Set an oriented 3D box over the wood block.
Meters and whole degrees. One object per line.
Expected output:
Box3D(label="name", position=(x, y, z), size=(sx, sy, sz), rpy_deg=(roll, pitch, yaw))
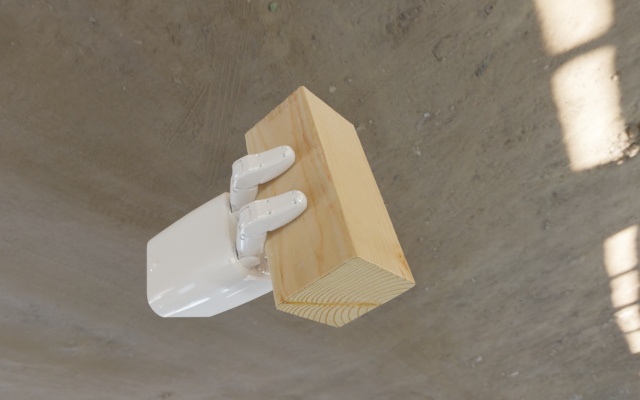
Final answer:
Box3D(label="wood block", position=(0.000, 0.002, 0.461), size=(0.090, 0.206, 0.091), rpy_deg=(-35, -41, 24))
